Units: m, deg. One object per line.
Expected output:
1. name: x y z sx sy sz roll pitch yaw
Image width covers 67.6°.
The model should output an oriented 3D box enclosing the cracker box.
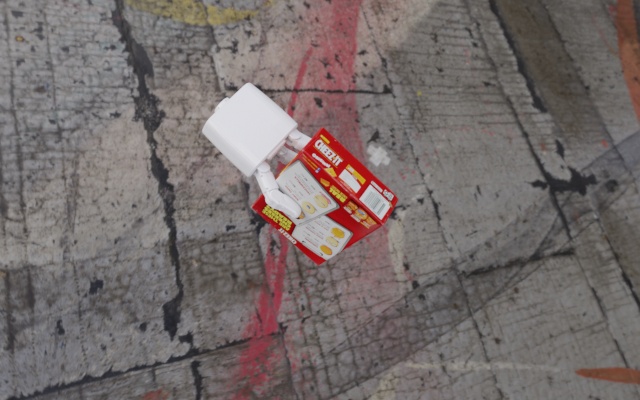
1. cracker box: 0.000 0.003 0.785 0.072 0.164 0.214 -52 7 -36
